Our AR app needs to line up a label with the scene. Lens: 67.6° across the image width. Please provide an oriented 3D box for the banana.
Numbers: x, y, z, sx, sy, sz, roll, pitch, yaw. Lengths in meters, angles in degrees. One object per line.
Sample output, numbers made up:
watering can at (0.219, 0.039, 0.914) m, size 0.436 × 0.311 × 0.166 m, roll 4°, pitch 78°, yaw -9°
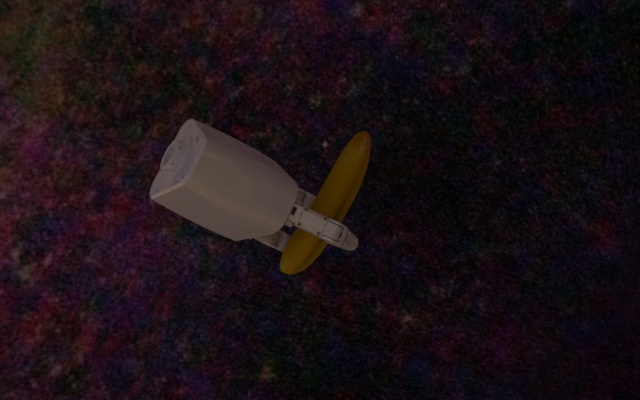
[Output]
banana at (0.002, 0.011, 0.535) m, size 0.037 × 0.198 × 0.069 m, roll 28°, pitch 12°, yaw -22°
